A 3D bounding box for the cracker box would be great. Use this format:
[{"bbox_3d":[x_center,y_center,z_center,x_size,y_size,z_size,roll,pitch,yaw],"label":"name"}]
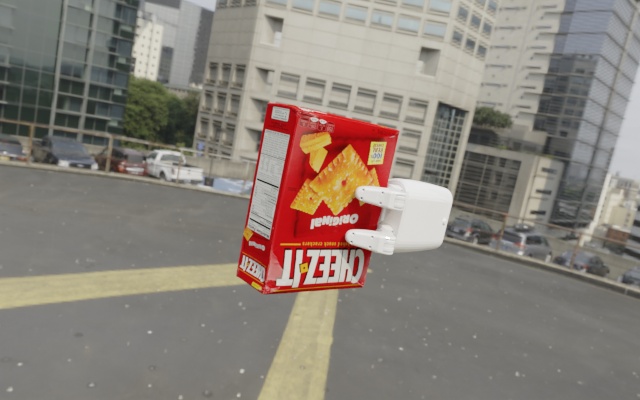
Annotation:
[{"bbox_3d":[0.000,0.002,0.588,0.164,0.214,0.072,5,11,-39],"label":"cracker box"}]
